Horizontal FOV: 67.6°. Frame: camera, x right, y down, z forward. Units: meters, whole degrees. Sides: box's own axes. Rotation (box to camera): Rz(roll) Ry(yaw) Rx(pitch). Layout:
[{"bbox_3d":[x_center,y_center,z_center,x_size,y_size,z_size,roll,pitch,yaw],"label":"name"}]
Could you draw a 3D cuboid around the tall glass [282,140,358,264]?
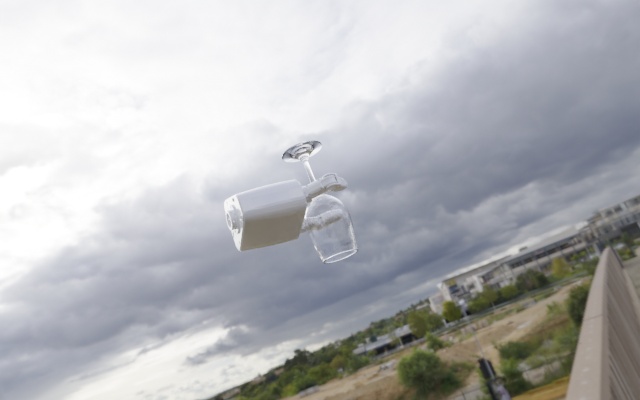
[{"bbox_3d":[0.000,0.002,0.810,0.079,0.201,0.079,-19,-16,-6],"label":"tall glass"}]
